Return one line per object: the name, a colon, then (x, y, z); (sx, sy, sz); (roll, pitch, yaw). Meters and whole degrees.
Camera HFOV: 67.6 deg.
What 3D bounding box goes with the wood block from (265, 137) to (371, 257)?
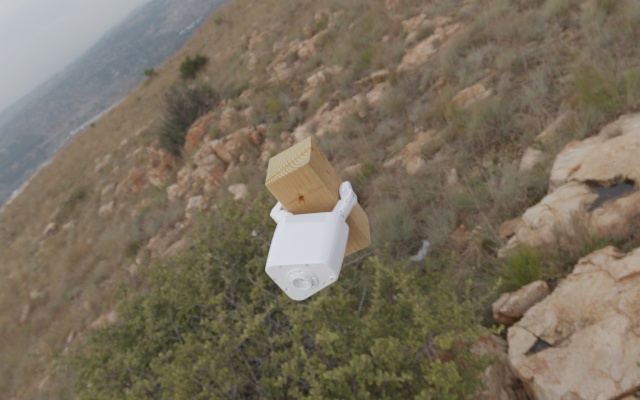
wood block: (0.000, 0.003, 0.860); (0.091, 0.206, 0.090); (-26, 32, 18)
